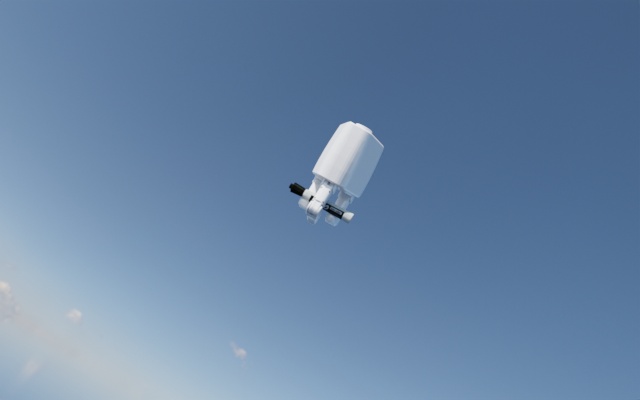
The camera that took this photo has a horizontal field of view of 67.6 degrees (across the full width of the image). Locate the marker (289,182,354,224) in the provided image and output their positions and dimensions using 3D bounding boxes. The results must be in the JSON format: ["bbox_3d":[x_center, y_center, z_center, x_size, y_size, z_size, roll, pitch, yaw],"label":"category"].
[{"bbox_3d":[0.000,0.003,0.817,0.121,0.020,0.020,29,4,7],"label":"marker"}]
